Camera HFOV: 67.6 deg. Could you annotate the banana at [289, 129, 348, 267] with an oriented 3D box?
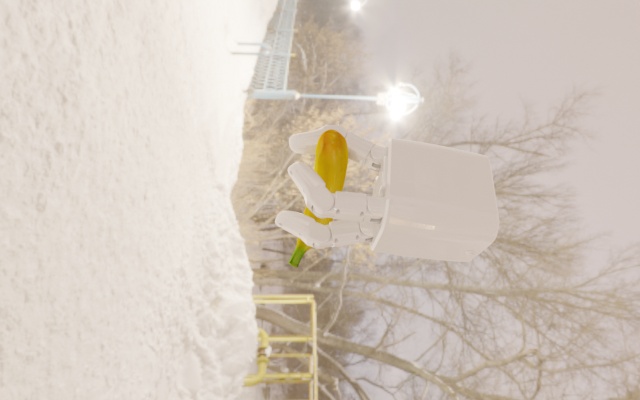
[{"bbox_3d":[0.004,-0.008,0.519,0.037,0.198,0.069,17,43,3],"label":"banana"}]
